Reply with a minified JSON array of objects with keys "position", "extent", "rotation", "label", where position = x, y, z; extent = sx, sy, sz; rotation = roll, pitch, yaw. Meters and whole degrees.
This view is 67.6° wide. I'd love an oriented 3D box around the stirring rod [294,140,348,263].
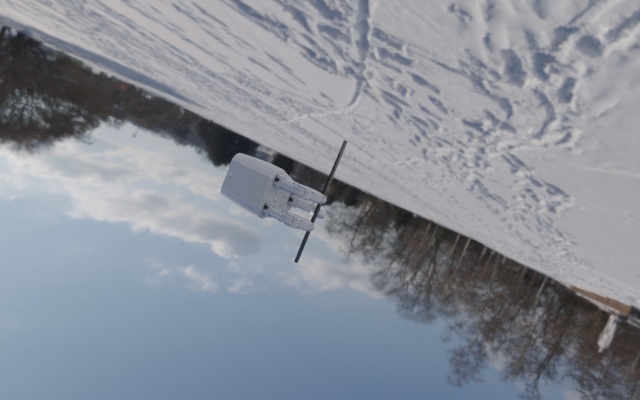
[{"position":[0.000,0.003,0.871],"extent":[0.011,0.239,0.011],"rotation":[22,5,-2],"label":"stirring rod"}]
